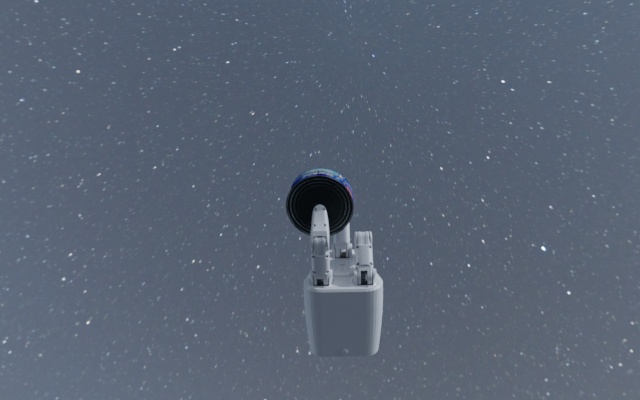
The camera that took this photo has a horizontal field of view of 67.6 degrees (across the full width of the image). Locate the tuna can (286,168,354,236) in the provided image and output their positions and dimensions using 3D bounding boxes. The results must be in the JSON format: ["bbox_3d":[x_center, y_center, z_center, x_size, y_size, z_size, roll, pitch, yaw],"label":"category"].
[{"bbox_3d":[0.000,0.002,0.615,0.086,0.086,0.033,0,25,4],"label":"tuna can"}]
